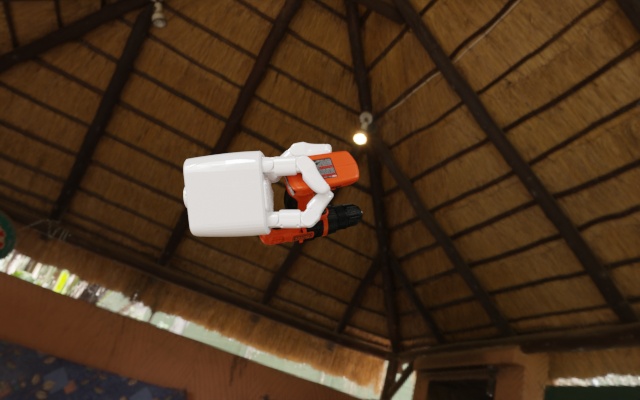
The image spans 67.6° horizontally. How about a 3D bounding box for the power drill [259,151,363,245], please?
[{"bbox_3d":[0.000,0.002,0.751,0.184,0.057,0.188,-12,-30,-20],"label":"power drill"}]
